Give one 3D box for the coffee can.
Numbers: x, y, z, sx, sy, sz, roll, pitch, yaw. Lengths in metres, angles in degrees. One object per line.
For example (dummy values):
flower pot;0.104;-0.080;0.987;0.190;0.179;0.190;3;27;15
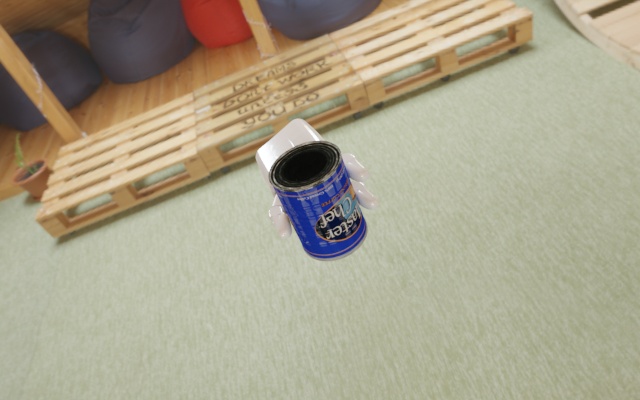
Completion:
coffee can;0.000;0.002;0.671;0.103;0.140;0.102;-14;40;12
